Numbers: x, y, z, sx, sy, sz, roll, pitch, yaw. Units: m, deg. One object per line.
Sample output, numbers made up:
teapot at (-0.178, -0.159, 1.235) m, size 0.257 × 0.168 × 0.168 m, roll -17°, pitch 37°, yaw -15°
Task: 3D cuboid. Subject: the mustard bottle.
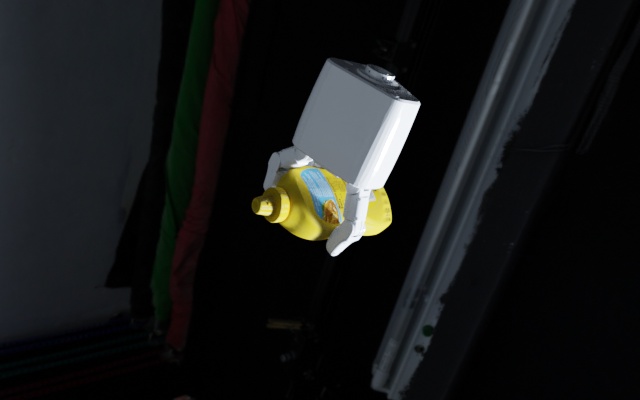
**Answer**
mustard bottle at (0.000, 0.002, 0.596) m, size 0.191 × 0.096 × 0.058 m, roll -3°, pitch -29°, yaw -41°
